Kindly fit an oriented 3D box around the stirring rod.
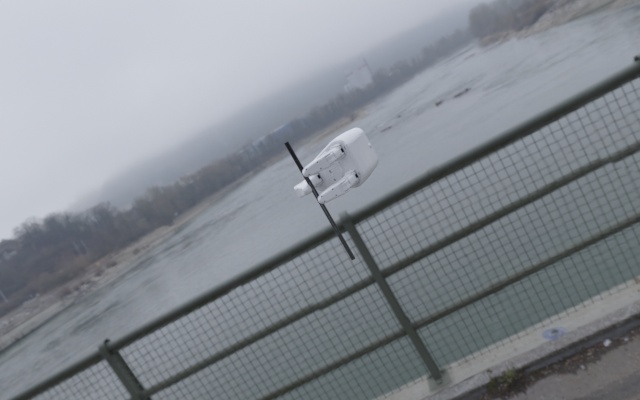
[{"bbox_3d":[0.000,0.003,0.843,0.011,0.239,0.011,-29,9,5],"label":"stirring rod"}]
